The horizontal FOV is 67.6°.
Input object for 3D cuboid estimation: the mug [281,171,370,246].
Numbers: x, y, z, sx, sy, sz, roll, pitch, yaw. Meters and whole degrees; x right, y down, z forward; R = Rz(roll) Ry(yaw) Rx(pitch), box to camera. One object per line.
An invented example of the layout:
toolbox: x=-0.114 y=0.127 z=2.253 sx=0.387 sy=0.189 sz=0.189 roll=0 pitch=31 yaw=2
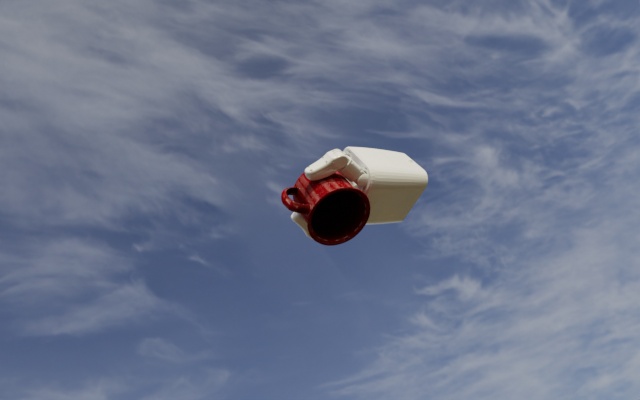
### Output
mug: x=-0.001 y=0.002 z=0.665 sx=0.117 sy=0.093 sz=0.081 roll=2 pitch=29 yaw=-27
